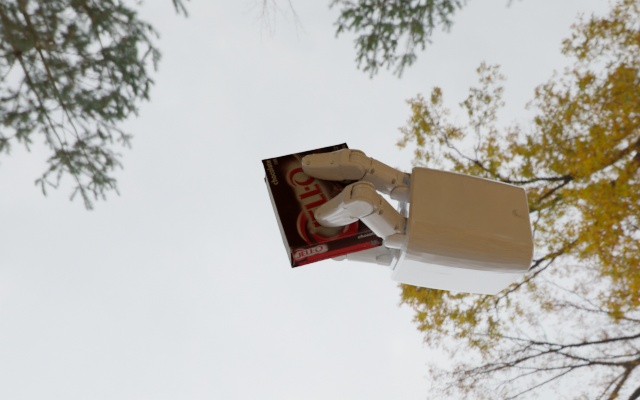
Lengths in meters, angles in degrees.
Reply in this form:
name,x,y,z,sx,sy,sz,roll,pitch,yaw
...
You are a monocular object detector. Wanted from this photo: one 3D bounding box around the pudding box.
name,x,y,z,sx,sy,sz,roll,pitch,yaw
pudding box,0.000,0.002,0.454,0.090,0.113,0.039,-12,-39,-13
